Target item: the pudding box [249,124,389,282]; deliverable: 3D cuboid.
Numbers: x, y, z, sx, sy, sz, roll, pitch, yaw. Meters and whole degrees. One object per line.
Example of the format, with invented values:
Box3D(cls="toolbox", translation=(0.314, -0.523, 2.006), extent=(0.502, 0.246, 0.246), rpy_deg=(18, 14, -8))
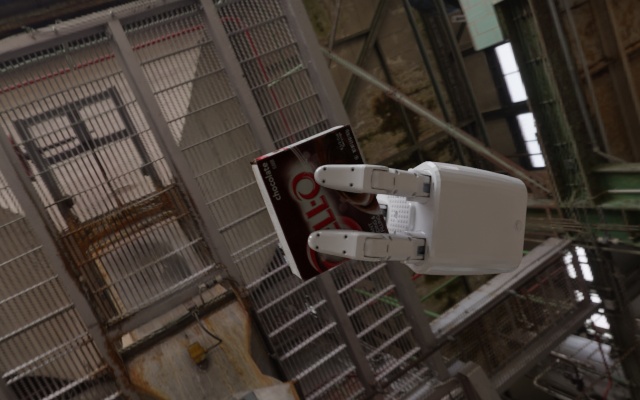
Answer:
Box3D(cls="pudding box", translation=(0.000, 0.001, 0.420), extent=(0.090, 0.113, 0.039), rpy_deg=(-24, 8, -18))
